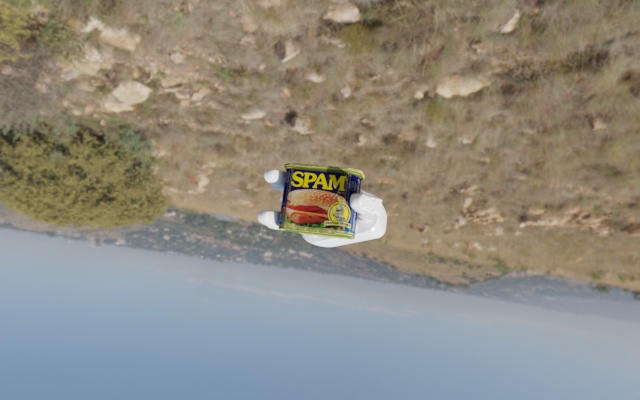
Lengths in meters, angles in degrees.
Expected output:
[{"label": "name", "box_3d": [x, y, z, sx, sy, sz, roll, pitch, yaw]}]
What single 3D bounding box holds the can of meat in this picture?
[{"label": "can of meat", "box_3d": [0.000, 0.002, 0.608, 0.102, 0.084, 0.057, 6, -8, 12]}]
